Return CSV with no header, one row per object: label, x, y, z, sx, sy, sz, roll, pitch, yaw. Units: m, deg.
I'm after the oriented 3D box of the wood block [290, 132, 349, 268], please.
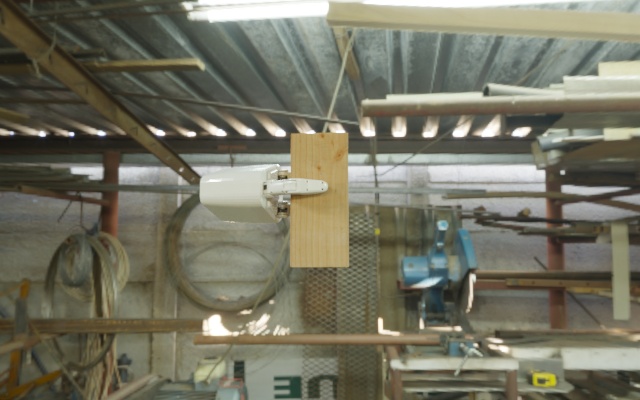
wood block,0.000,0.002,0.765,0.090,0.206,0.091,0,-5,2
